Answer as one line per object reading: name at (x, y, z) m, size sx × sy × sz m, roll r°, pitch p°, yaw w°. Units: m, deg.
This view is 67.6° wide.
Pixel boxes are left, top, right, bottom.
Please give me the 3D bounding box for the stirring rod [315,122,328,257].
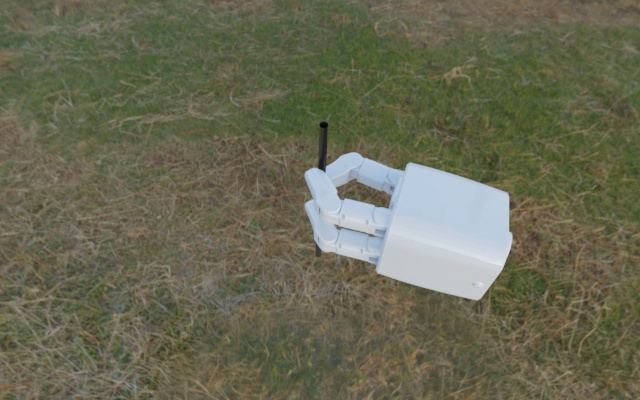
stirring rod at (0.000, 0.002, 0.518) m, size 0.011 × 0.011 × 0.240 m, roll 0°, pitch -34°, yaw -2°
